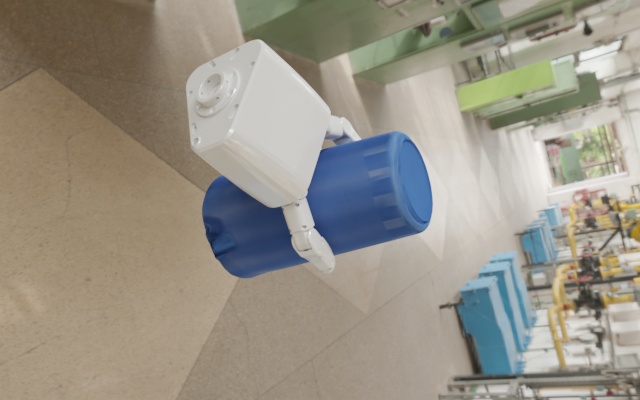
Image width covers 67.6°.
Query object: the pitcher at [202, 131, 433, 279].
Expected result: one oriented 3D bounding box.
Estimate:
[{"bbox_3d":[0.000,0.002,0.551,0.243,0.149,0.145,-15,-34,29],"label":"pitcher"}]
